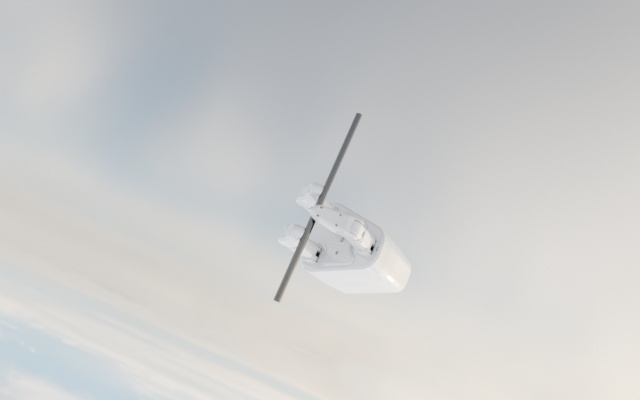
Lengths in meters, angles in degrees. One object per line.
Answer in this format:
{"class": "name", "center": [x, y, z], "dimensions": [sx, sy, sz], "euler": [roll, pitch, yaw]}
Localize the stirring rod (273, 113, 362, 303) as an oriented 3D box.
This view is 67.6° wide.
{"class": "stirring rod", "center": [0.000, 0.002, 0.542], "dimensions": [0.011, 0.239, 0.011], "euler": [22, -17, 7]}
